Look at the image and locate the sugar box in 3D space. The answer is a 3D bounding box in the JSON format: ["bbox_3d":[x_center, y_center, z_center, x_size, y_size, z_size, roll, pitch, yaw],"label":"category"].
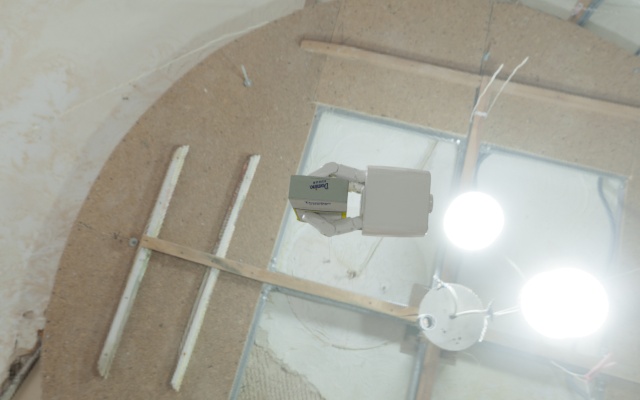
[{"bbox_3d":[0.000,0.002,0.807,0.093,0.048,0.176,4,-16,3],"label":"sugar box"}]
